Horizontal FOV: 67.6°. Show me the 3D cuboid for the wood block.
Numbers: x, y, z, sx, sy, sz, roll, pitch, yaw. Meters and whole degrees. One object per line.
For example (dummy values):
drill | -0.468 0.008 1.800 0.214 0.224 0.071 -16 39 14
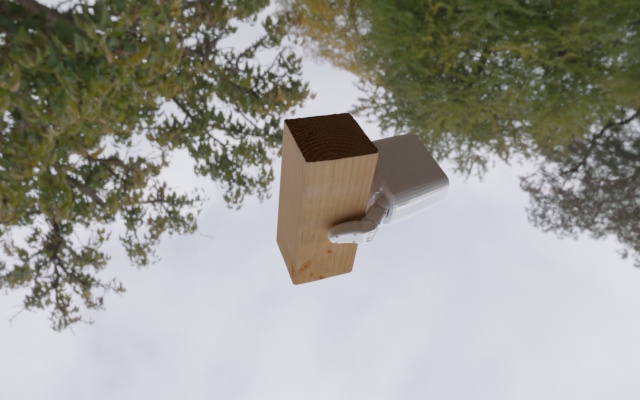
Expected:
wood block | 0.001 0.002 0.617 0.090 0.206 0.090 -10 43 -19
